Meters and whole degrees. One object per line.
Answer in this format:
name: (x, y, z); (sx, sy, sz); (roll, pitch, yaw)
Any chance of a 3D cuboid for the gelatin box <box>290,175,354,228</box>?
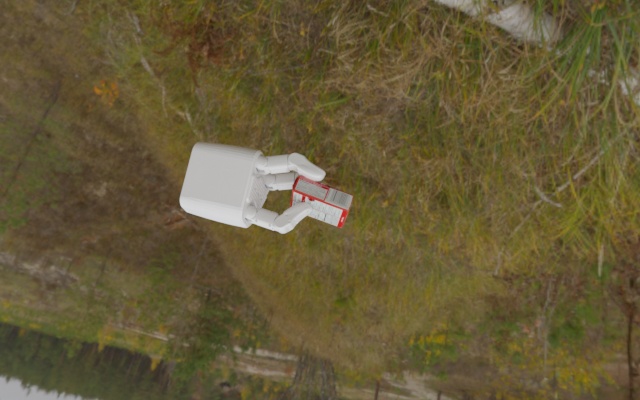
gelatin box: (0.000, 0.003, 0.717); (0.089, 0.030, 0.073); (21, -24, 3)
